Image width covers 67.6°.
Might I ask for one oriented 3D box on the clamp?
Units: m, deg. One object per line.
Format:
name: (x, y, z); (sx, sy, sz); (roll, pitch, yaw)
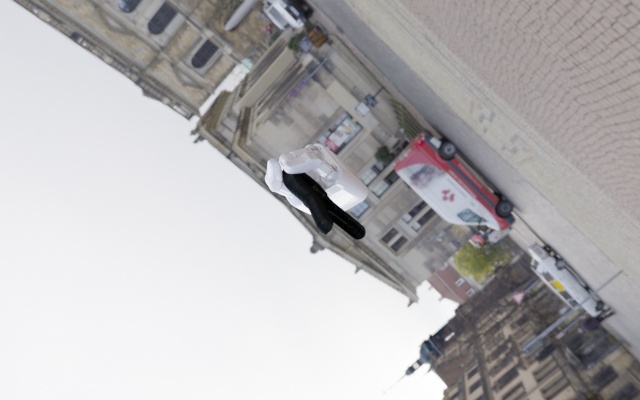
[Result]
clamp: (0.000, 0.003, 0.759); (0.120, 0.039, 0.171); (30, 19, -51)
